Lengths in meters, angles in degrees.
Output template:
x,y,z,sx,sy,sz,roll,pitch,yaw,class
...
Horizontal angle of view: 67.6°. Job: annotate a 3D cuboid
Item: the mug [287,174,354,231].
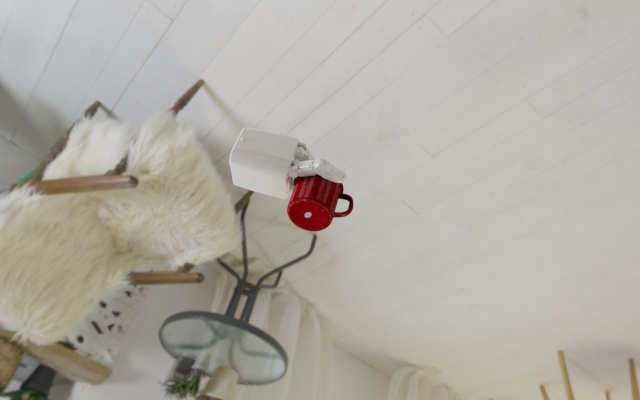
x,y,z,sx,sy,sz,roll,pitch,yaw,class
0.001,0.003,0.843,0.117,0.093,0.081,13,46,4,mug
